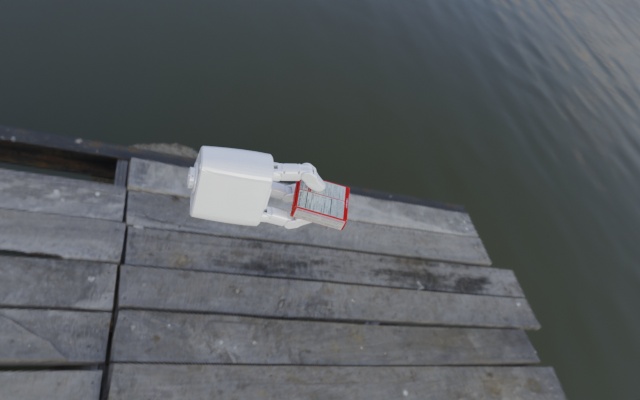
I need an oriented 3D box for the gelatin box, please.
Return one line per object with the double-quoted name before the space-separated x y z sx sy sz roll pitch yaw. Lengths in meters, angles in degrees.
"gelatin box" 0.001 0.002 0.769 0.089 0.073 0.030 15 -42 -9
